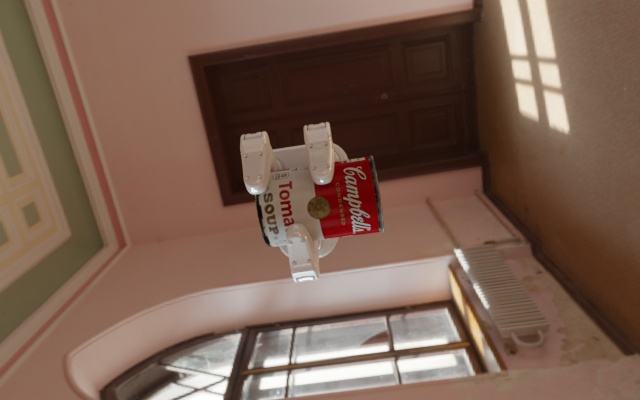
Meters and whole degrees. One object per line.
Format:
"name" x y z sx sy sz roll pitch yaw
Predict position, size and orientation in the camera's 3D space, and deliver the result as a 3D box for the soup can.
"soup can" 0.000 0.002 0.420 0.102 0.068 0.068 -8 -1 4
